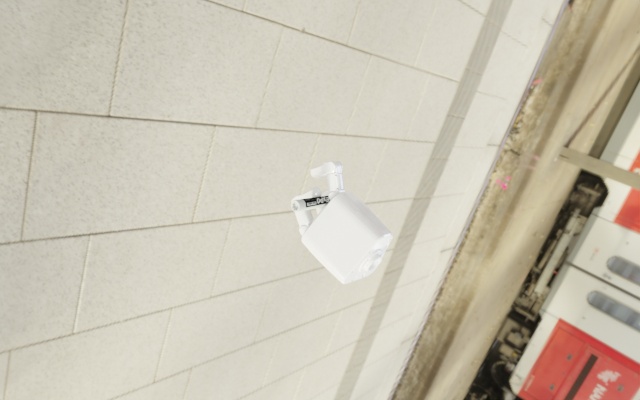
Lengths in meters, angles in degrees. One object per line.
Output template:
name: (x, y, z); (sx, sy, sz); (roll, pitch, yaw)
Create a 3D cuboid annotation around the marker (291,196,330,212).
marker: (0.000, 0.002, 0.780); (0.020, 0.020, 0.121); (0, 6, 41)
